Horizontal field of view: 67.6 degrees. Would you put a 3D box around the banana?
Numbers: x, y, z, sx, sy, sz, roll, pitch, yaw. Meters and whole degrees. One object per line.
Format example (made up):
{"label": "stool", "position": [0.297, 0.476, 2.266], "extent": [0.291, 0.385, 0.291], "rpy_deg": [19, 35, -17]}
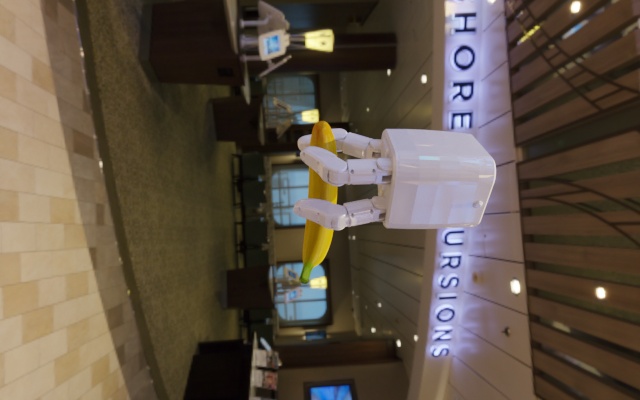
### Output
{"label": "banana", "position": [0.001, -0.001, 0.573], "extent": [0.037, 0.198, 0.069], "rpy_deg": [5, 19, 2]}
